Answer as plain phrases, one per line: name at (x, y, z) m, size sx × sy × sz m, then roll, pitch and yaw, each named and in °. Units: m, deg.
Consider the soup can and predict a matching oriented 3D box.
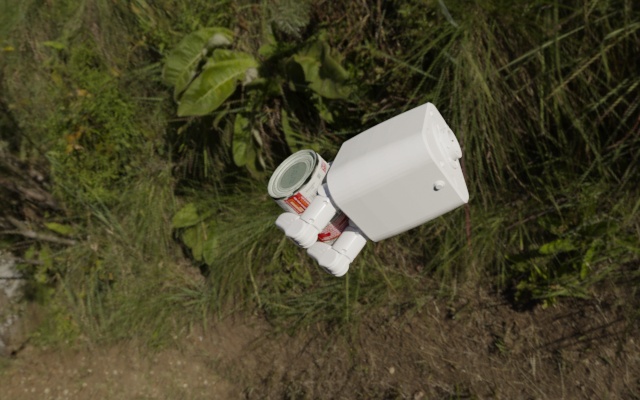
soup can at (0.000, 0.002, 0.521) m, size 0.068 × 0.068 × 0.102 m, roll 0°, pitch -37°, yaw 48°
